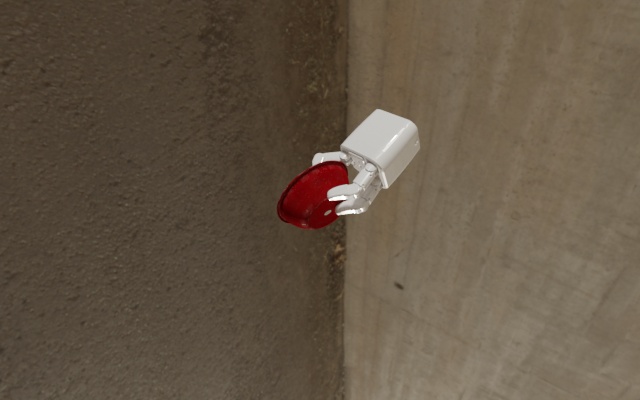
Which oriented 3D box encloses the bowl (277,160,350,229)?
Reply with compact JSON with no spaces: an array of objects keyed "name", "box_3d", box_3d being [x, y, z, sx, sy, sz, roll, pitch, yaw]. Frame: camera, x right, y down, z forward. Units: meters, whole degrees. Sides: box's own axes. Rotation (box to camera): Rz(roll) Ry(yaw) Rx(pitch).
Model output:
[{"name":"bowl","box_3d":[-0.001,0.004,0.897,0.162,0.162,0.055,0,43,-48]}]
